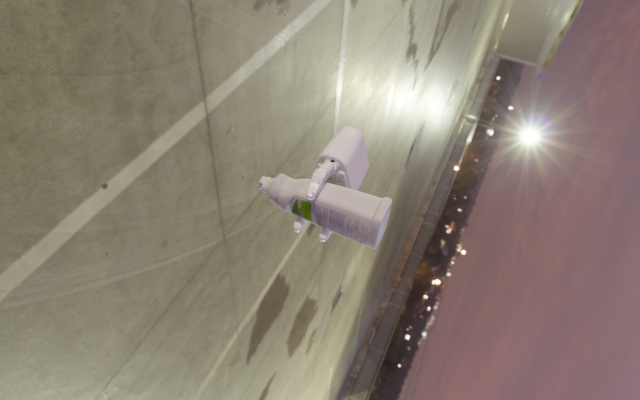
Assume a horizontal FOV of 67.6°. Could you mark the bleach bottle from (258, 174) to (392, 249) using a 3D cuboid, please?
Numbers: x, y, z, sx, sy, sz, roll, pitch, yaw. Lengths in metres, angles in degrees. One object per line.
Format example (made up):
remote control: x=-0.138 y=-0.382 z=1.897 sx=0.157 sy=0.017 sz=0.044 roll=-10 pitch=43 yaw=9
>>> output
bleach bottle: x=0.000 y=0.003 z=0.885 sx=0.251 sy=0.103 sz=0.068 roll=21 pitch=49 yaw=14
